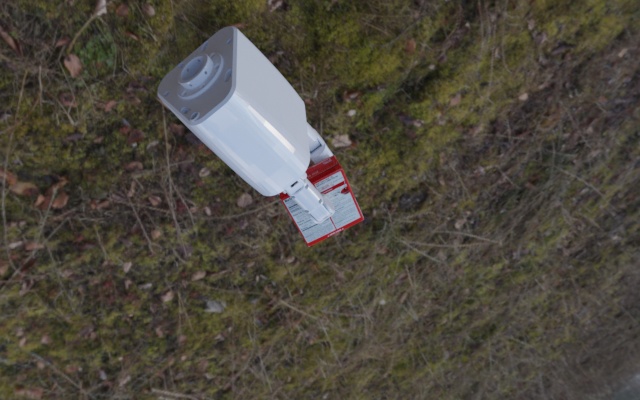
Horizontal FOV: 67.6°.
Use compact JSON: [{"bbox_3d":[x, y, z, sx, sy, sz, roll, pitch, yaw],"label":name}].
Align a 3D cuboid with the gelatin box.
[{"bbox_3d":[0.000,0.002,0.533,0.073,0.089,0.030,-27,42,0],"label":"gelatin box"}]
